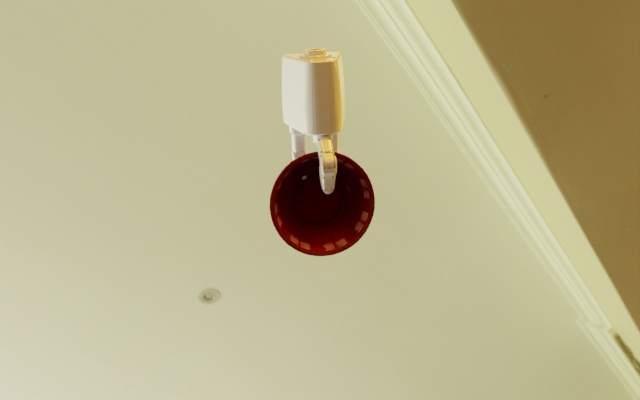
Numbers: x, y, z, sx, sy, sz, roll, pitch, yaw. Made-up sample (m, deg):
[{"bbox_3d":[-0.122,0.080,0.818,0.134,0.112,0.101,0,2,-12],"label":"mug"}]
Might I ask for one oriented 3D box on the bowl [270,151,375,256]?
[{"bbox_3d":[0.000,0.004,0.745,0.162,0.162,0.055,0,8,-10],"label":"bowl"}]
